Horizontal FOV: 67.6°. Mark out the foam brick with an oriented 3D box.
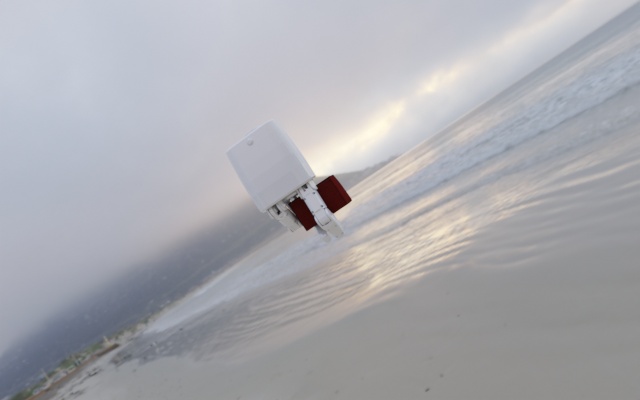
[{"bbox_3d":[0.000,0.002,0.727,0.078,0.051,0.053,-34,-1,11],"label":"foam brick"}]
